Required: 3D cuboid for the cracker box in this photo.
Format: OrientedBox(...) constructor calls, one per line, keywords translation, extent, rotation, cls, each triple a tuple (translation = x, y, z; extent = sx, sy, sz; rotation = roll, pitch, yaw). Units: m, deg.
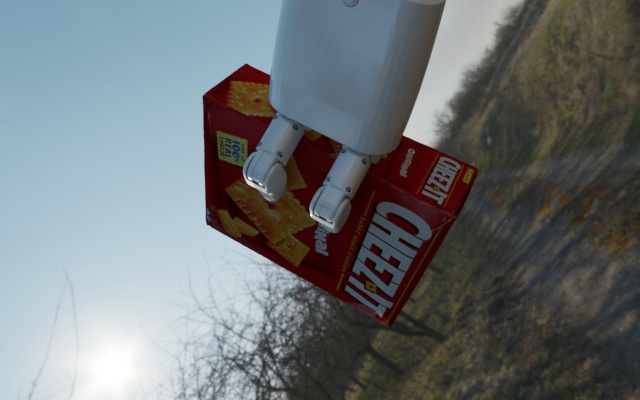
OrientedBox(translation=(0.000, 0.001, 0.422), extent=(0.213, 0.164, 0.072), rotation=(28, 48, 12), cls="cracker box")
